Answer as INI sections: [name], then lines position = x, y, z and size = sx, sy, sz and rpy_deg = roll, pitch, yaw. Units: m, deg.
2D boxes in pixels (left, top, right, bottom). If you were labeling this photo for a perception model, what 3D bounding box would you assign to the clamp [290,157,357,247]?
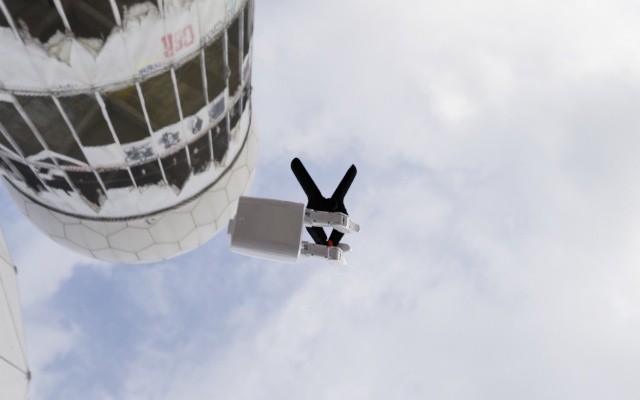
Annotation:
[clamp]
position = 0.000, 0.003, 0.806
size = 0.120, 0.171, 0.039
rpy_deg = 11, -26, -10
